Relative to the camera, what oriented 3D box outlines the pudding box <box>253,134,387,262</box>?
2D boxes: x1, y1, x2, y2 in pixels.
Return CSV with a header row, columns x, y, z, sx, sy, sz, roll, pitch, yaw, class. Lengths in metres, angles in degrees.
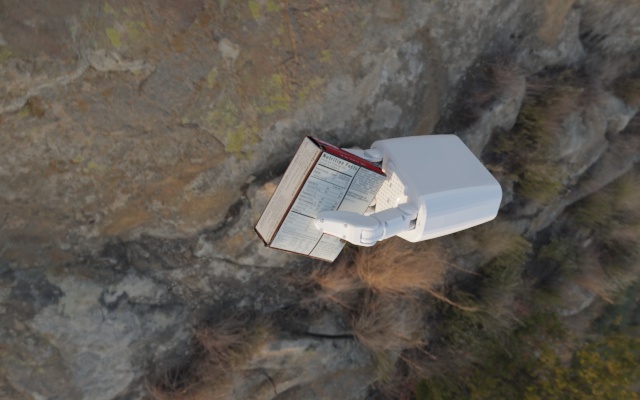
x,y,z,sx,sy,sz,roll,pitch,yaw,class
0.000,0.002,0.472,0.090,0.113,0.039,19,18,-38,pudding box
